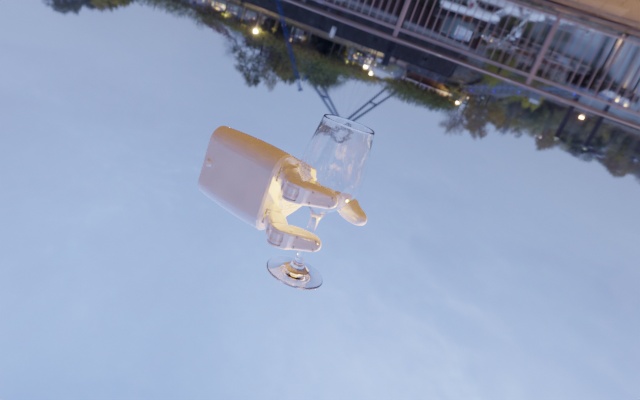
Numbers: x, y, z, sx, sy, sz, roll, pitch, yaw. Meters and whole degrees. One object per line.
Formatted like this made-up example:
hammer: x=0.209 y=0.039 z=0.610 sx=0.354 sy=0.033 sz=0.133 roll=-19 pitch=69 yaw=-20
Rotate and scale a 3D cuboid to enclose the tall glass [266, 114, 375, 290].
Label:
tall glass: x=0.000 y=0.003 z=0.570 sx=0.079 sy=0.201 sz=0.079 roll=19 pitch=18 yaw=-6
